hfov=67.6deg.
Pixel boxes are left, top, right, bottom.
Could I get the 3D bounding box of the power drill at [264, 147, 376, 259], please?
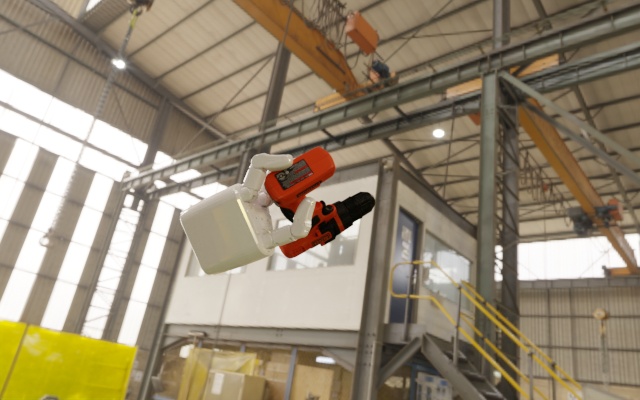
[{"bbox_3d":[0.000,0.002,0.760,0.184,0.057,0.188,-31,-36,-8],"label":"power drill"}]
